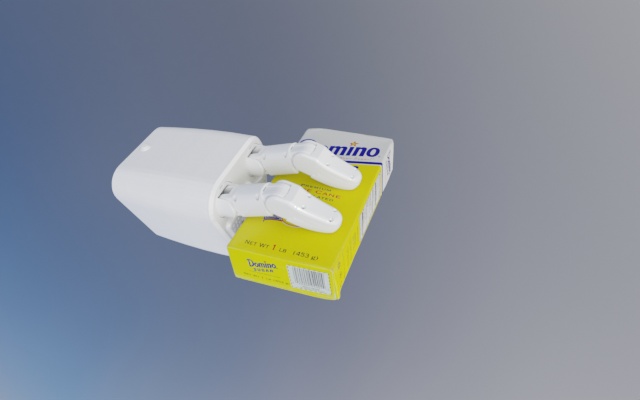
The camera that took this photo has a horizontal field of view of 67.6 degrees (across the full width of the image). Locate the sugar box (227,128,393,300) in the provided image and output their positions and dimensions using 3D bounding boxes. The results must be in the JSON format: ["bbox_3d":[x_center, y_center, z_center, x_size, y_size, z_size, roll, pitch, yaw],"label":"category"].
[{"bbox_3d":[0.000,0.001,0.431,0.093,0.048,0.176,11,47,18],"label":"sugar box"}]
